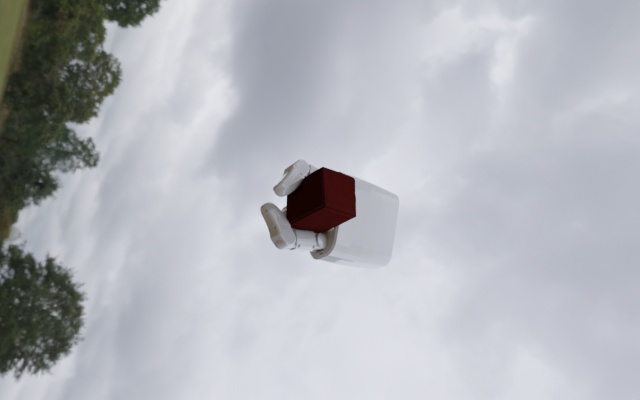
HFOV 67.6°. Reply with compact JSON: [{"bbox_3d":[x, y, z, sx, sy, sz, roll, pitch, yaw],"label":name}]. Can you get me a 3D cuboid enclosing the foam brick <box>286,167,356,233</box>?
[{"bbox_3d":[0.000,0.002,0.580,0.051,0.053,0.078,17,-29,-33],"label":"foam brick"}]
